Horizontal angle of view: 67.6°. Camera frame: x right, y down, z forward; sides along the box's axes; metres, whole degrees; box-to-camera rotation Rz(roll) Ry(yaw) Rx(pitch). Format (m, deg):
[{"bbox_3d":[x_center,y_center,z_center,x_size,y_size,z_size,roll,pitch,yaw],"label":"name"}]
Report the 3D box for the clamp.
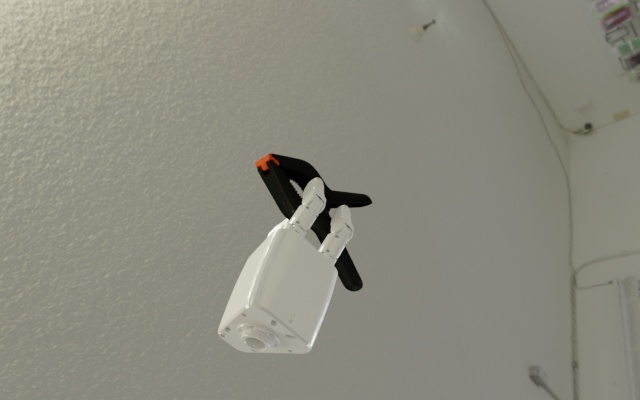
[{"bbox_3d":[-0.001,0.002,0.648,0.036,0.164,0.210,-27,-61,35],"label":"clamp"}]
